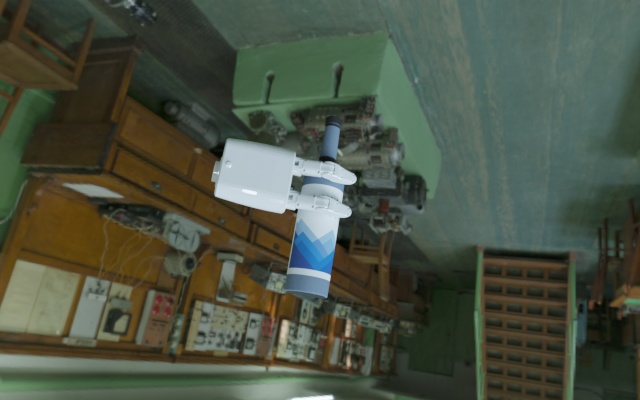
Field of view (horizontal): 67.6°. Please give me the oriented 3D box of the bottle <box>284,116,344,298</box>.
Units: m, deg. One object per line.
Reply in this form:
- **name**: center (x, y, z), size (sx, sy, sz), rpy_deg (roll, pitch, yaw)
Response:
- **bottle**: center (0.000, 0.003, 0.763), size (0.069, 0.295, 0.069), rpy_deg (9, -16, 3)
